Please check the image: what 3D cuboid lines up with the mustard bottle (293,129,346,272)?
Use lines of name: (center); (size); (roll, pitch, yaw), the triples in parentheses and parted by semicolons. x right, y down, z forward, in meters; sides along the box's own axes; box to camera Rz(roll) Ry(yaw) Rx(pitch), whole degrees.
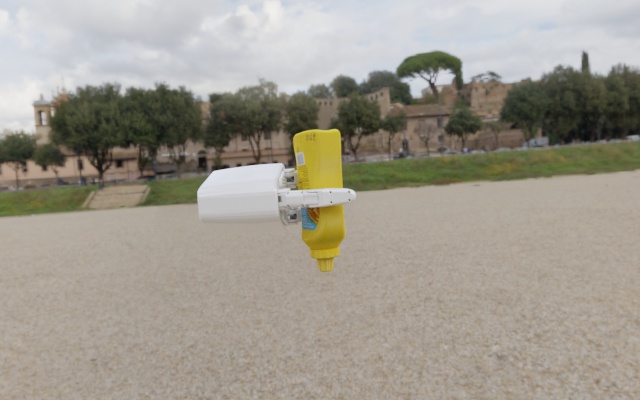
mustard bottle: (0.000, 0.002, 0.655); (0.058, 0.191, 0.096); (-5, 3, -21)
